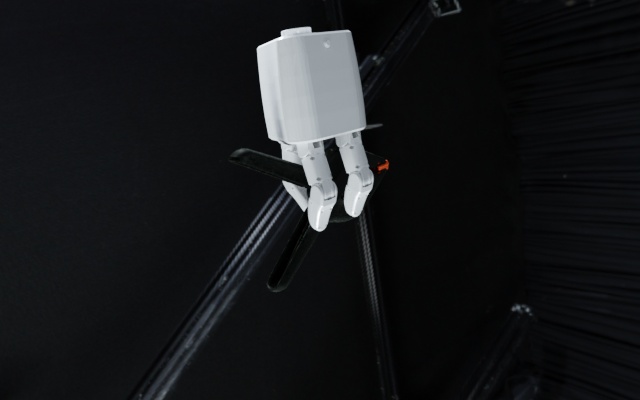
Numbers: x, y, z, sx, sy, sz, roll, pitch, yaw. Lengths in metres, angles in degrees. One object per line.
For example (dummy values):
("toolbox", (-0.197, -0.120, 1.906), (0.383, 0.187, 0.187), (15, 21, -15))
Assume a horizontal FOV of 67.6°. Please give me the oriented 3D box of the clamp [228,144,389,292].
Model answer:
("clamp", (0.000, 0.001, 0.557), (0.210, 0.164, 0.036), (-19, 21, -36))
